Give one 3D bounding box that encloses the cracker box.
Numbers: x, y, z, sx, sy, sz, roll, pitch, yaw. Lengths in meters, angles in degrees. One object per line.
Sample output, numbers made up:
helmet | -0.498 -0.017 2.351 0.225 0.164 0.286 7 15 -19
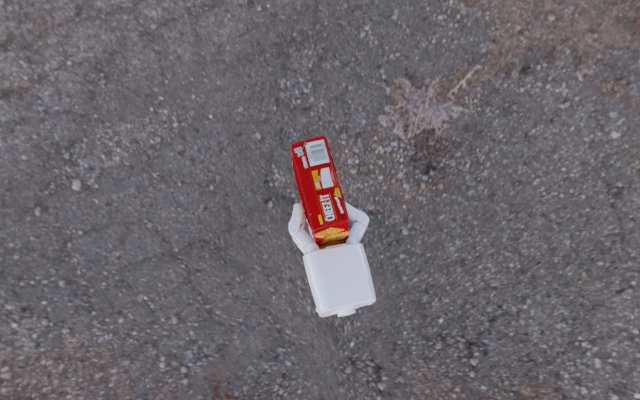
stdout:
cracker box | 0.000 0.003 0.892 0.072 0.164 0.214 -14 -19 -3
